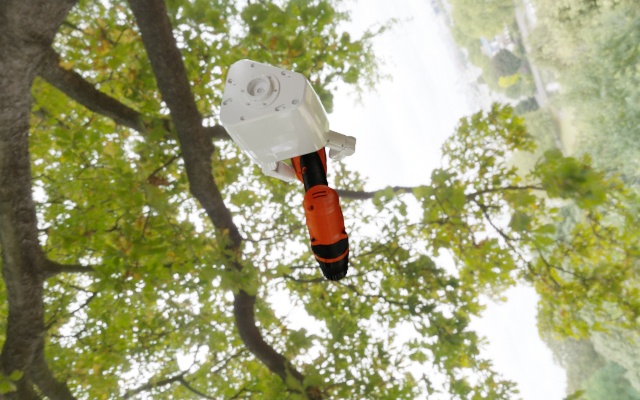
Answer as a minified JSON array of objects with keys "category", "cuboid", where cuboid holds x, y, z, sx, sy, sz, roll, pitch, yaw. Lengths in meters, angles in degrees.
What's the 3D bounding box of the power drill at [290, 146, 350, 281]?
[{"category":"power drill","cuboid":[0.000,0.002,0.685,0.057,0.187,0.185,-13,-41,-3]}]
